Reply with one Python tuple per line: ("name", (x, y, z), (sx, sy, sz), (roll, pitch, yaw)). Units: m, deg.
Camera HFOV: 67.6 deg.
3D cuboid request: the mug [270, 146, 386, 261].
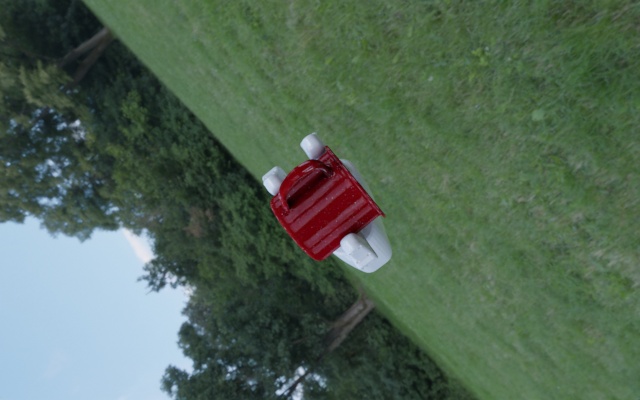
("mug", (-0.001, 0.001, 0.468), (0.081, 0.093, 0.117), (-40, -33, 4))
